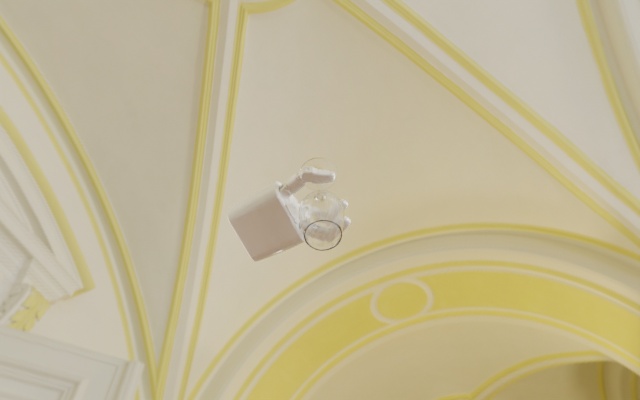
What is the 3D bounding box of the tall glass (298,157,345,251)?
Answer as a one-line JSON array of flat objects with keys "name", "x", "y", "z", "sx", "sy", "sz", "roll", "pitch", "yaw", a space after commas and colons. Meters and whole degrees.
[{"name": "tall glass", "x": 0.000, "y": 0.002, "z": 0.844, "sx": 0.079, "sy": 0.079, "sz": 0.201, "roll": 0, "pitch": 32, "yaw": -3}]
